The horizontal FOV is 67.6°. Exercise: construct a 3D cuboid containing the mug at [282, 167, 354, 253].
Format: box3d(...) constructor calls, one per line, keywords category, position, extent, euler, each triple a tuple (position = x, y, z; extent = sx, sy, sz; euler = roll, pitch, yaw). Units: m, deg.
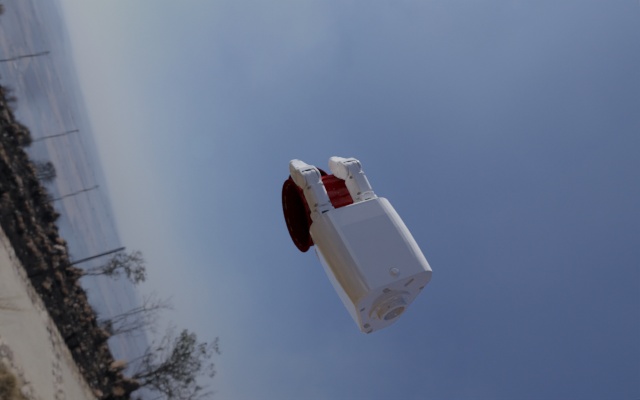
box3d(category="mug", position=(0.000, 0.001, 0.612), extent=(0.081, 0.117, 0.093), euler=(-13, -37, -21))
